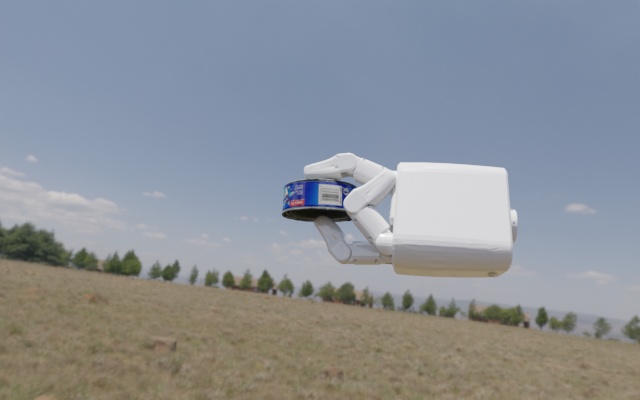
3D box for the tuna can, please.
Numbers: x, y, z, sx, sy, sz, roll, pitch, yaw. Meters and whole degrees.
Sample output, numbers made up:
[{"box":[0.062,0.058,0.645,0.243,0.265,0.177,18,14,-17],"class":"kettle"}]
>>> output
[{"box":[0.000,0.001,0.534,0.086,0.033,0.086,2,-12,0],"class":"tuna can"}]
